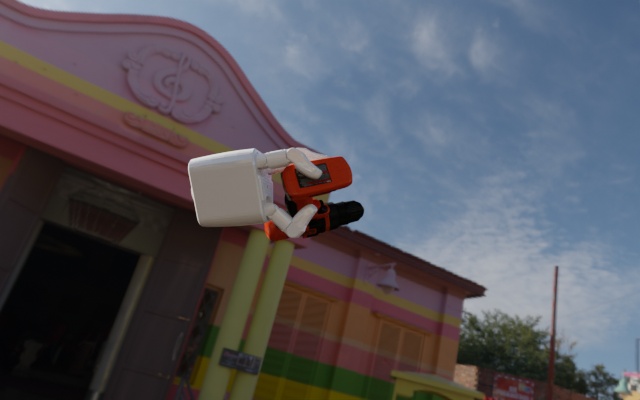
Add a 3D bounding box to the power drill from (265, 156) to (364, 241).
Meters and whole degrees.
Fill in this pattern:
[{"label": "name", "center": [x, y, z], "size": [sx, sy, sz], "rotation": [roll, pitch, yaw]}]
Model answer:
[{"label": "power drill", "center": [0.000, 0.002, 0.797], "size": [0.184, 0.057, 0.188], "rotation": [-13, -27, -15]}]
